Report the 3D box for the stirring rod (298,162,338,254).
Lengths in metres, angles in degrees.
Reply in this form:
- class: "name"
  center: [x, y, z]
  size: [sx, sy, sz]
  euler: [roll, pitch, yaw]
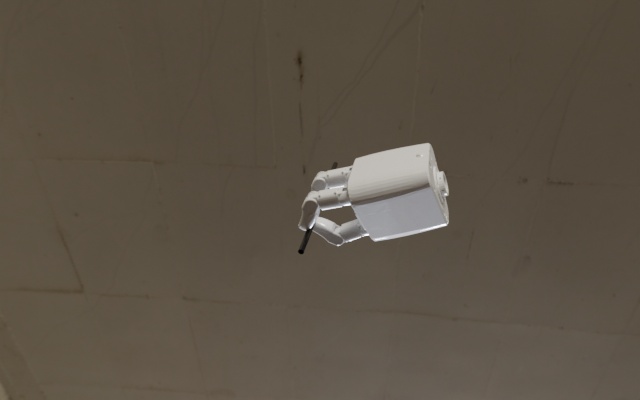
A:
- class: "stirring rod"
  center: [0.000, 0.002, 0.723]
  size: [0.011, 0.011, 0.239]
  euler: [0, 33, 15]
